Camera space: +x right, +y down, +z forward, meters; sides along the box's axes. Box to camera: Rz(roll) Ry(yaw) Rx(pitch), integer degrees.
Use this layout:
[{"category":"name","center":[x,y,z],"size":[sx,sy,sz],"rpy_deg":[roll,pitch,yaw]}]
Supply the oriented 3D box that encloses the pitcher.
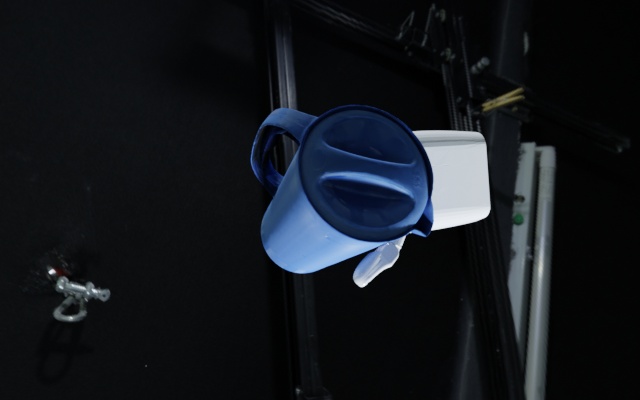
[{"category":"pitcher","center":[0.000,0.002,0.530],"size":[0.145,0.149,0.243],"rpy_deg":[-8,-15,-22]}]
